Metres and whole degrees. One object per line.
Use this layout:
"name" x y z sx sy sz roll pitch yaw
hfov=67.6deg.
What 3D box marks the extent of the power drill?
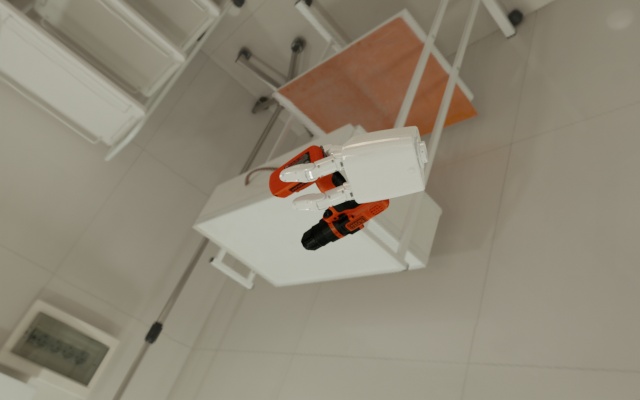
"power drill" 0.000 0.002 0.814 0.184 0.057 0.188 -34 -46 19
